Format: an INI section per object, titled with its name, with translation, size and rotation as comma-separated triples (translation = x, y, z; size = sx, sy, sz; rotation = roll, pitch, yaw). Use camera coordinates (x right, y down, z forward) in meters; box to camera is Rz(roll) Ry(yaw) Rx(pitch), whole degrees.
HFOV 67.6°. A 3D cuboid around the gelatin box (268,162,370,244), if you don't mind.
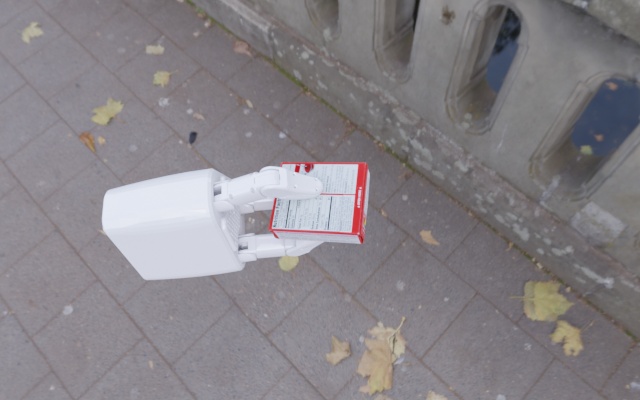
[gelatin box]
translation = 0.000, 0.001, 0.458
size = 0.089, 0.073, 0.030
rotation = 1, -23, 14
